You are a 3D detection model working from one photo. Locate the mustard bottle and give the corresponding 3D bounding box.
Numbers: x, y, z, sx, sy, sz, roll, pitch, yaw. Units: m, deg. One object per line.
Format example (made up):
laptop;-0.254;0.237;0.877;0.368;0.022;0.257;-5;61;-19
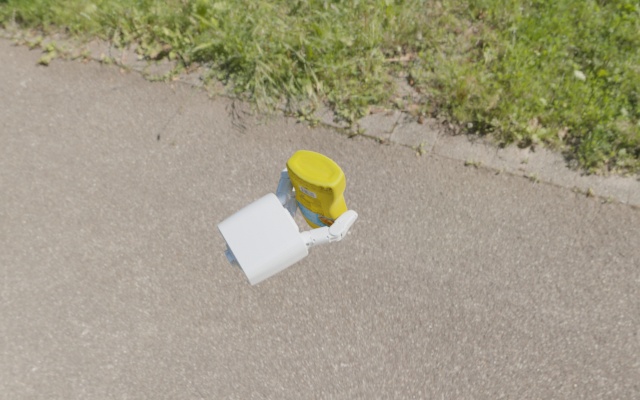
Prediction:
mustard bottle;0.000;0.002;0.807;0.096;0.058;0.192;26;-28;23
